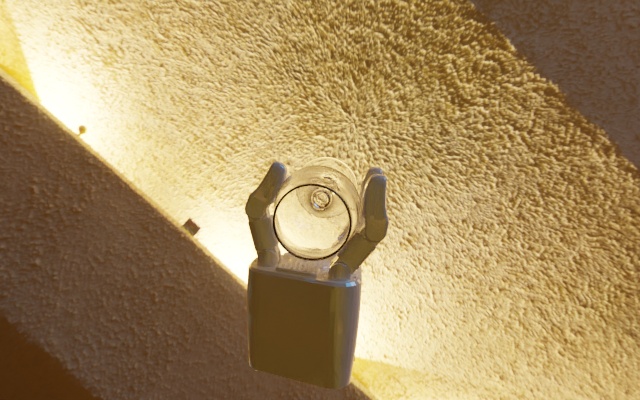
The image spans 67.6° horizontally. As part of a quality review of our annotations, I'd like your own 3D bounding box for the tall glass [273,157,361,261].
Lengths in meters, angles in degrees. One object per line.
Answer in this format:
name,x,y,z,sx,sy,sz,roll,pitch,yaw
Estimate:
tall glass,0.000,0.001,0.468,0.079,0.079,0.201,0,9,4
